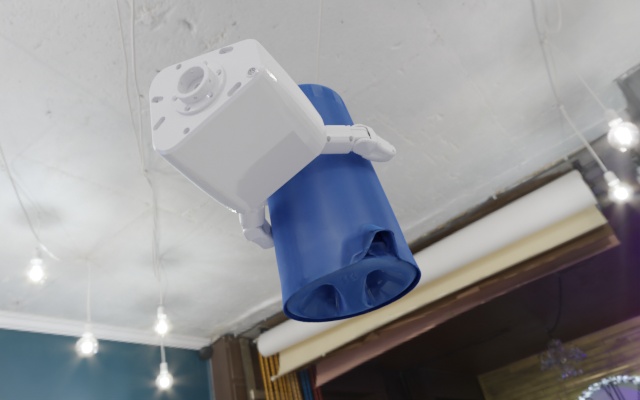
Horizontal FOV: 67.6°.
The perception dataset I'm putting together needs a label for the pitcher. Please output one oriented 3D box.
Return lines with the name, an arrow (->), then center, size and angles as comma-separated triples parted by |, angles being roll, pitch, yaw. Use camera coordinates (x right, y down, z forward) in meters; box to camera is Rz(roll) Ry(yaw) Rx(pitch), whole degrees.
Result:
pitcher -> 0.000, 0.002, 0.513 | 0.149, 0.242, 0.145 | -26, -34, 16
